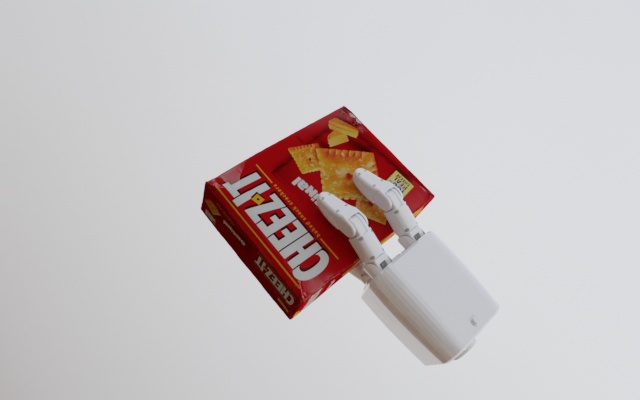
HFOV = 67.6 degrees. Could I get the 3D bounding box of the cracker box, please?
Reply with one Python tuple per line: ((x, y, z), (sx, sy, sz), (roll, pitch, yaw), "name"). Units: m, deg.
((0.000, 0.002, 0.548), (0.213, 0.164, 0.072), (-34, -15, -30), "cracker box")
